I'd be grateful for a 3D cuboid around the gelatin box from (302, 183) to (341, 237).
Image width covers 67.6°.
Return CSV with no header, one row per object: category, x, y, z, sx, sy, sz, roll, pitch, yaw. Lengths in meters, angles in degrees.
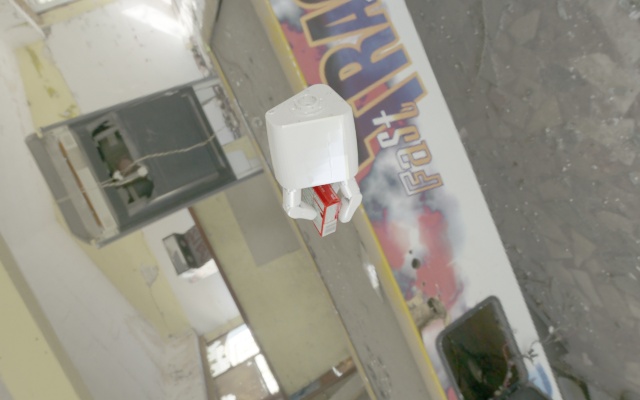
gelatin box,0.000,0.003,0.751,0.030,0.073,0.089,-21,-32,-19
